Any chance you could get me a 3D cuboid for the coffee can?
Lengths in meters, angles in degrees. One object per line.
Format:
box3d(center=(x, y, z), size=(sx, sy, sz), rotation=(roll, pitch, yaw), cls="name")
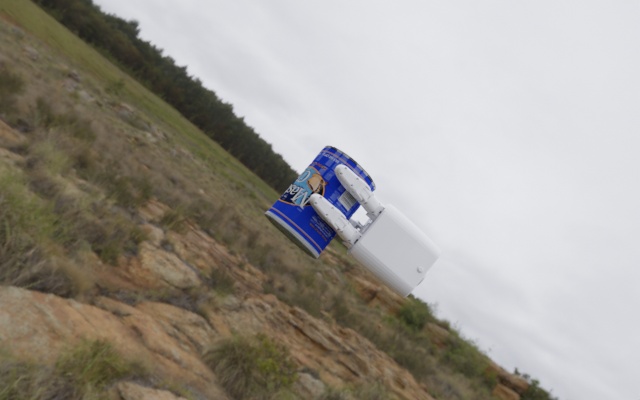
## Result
box3d(center=(0.000, 0.002, 0.721), size=(0.103, 0.140, 0.103), rotation=(39, -10, 9), cls="coffee can")
